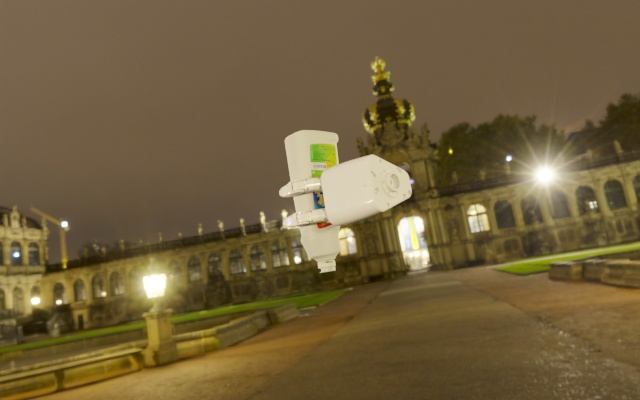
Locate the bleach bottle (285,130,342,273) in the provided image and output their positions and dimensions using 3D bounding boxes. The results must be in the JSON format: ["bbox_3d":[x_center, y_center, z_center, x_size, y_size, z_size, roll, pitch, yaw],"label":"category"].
[{"bbox_3d":[0.000,0.003,0.865,0.102,0.251,0.068,-1,-12,-42],"label":"bleach bottle"}]
